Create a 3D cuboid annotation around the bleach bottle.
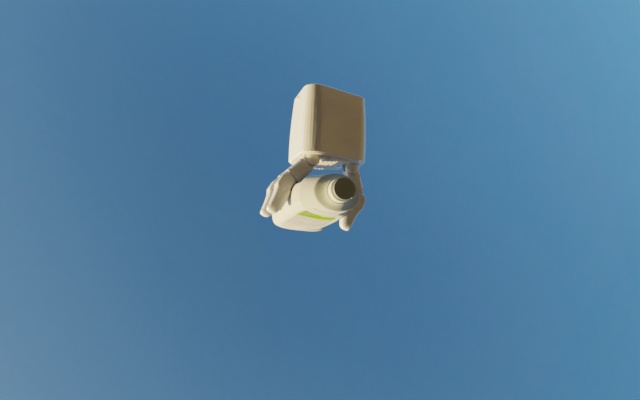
[{"bbox_3d":[0.000,0.002,0.698,0.102,0.068,0.251,5,-9,-17],"label":"bleach bottle"}]
